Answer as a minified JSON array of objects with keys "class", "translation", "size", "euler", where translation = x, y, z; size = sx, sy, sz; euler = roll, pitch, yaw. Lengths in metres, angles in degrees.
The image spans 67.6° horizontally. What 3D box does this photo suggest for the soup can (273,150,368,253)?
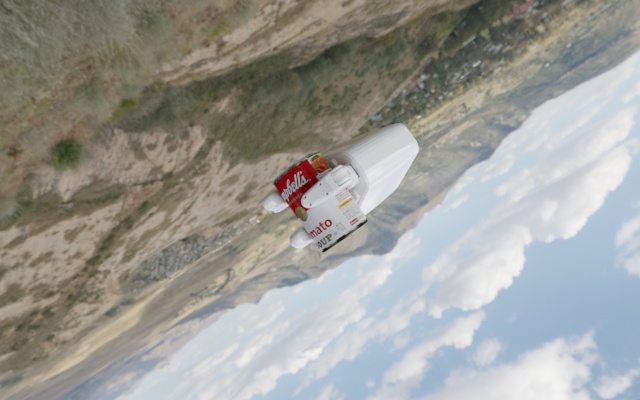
[{"class":"soup can","translation":[0.000,0.002,0.562],"size":[0.068,0.102,0.068],"euler":[-35,-3,-2]}]
